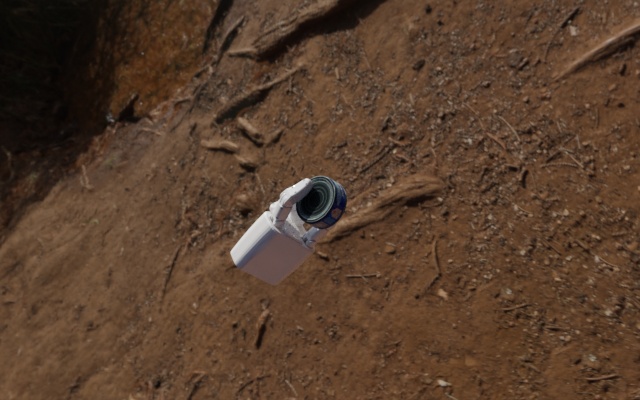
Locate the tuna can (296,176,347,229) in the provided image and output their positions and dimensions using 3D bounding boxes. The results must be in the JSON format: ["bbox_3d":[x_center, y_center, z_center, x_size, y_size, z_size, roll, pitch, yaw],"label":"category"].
[{"bbox_3d":[0.000,0.002,0.801,0.086,0.086,0.034,0,-20,39],"label":"tuna can"}]
